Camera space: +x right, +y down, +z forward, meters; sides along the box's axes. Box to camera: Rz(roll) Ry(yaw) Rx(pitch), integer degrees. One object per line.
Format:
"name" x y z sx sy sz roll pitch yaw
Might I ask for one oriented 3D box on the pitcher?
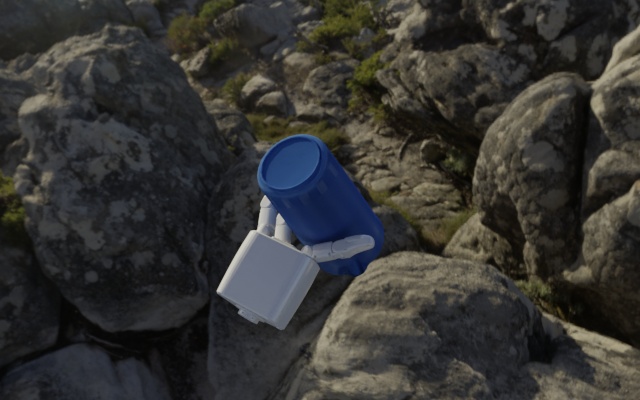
"pitcher" 0.000 0.003 0.743 0.149 0.145 0.243 16 -23 33
